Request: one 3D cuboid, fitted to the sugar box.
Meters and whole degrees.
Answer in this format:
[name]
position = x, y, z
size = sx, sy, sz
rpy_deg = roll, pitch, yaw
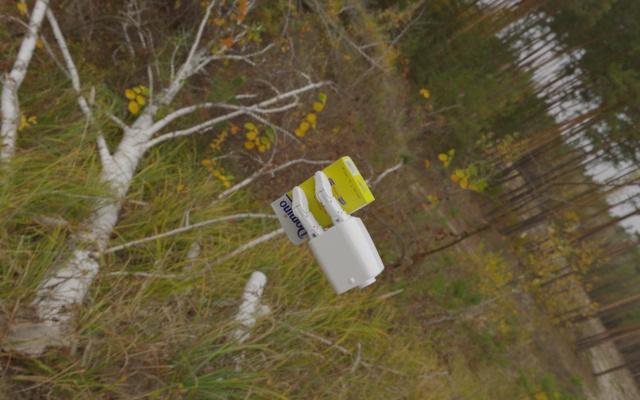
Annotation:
[sugar box]
position = 0.000, 0.003, 0.872
size = 0.176, 0.093, 0.048
rpy_deg = -32, -7, 25
